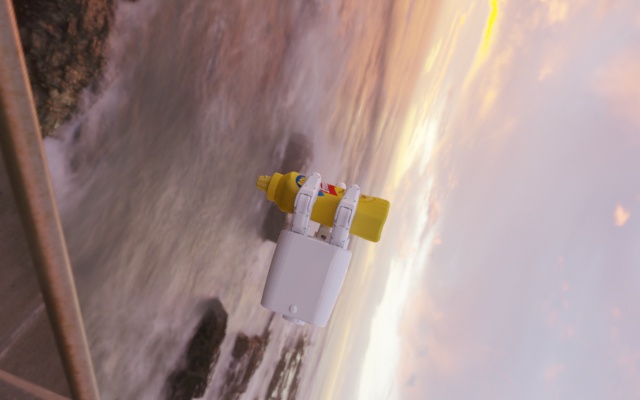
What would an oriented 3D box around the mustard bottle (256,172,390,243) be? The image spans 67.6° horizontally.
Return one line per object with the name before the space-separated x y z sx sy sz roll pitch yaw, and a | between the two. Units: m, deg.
mustard bottle | 0.000 0.002 0.679 0.191 0.058 0.096 17 18 7
